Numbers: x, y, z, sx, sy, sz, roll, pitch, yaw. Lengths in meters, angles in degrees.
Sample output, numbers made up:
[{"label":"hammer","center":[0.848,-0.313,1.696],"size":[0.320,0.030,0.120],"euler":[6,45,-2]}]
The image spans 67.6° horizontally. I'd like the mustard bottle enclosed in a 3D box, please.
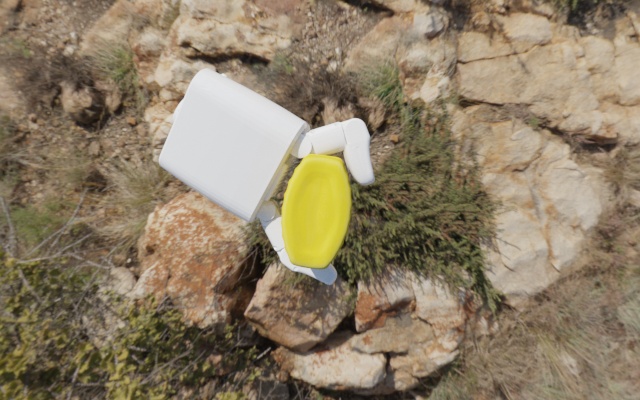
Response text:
[{"label":"mustard bottle","center":[0.000,0.002,0.483],"size":[0.058,0.096,0.191],"euler":[6,6,2]}]
